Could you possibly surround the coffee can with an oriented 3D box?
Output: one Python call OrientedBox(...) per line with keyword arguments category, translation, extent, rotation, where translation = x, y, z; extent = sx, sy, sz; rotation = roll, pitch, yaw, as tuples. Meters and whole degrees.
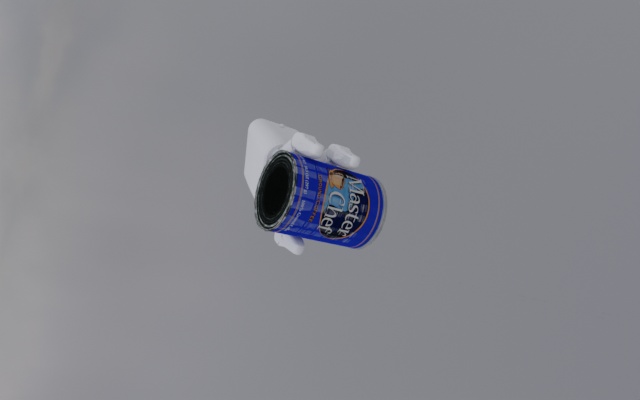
OrientedBox(category="coffee can", translation=(0.000, 0.002, 0.617), extent=(0.140, 0.103, 0.103), rotation=(14, -8, -32))
